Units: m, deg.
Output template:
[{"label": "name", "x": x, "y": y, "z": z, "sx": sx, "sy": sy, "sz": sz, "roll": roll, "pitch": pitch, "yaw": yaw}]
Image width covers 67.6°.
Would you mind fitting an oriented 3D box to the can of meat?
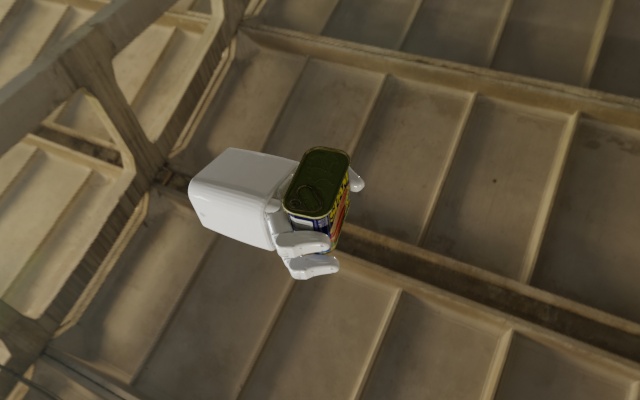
[{"label": "can of meat", "x": 0.000, "y": 0.002, "z": 0.569, "sx": 0.057, "sy": 0.102, "sz": 0.084, "roll": 12, "pitch": -35, "yaw": 15}]
